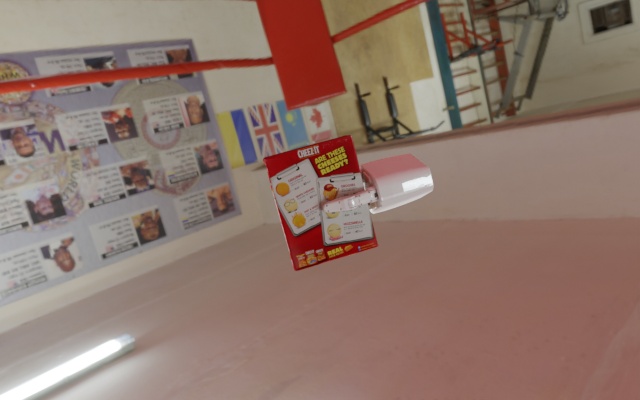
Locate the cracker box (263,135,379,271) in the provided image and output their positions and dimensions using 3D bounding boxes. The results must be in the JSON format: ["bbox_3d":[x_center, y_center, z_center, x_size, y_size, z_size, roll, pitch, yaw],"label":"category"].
[{"bbox_3d":[0.000,0.003,0.884,0.164,0.214,0.072,-16,9,-8],"label":"cracker box"}]
